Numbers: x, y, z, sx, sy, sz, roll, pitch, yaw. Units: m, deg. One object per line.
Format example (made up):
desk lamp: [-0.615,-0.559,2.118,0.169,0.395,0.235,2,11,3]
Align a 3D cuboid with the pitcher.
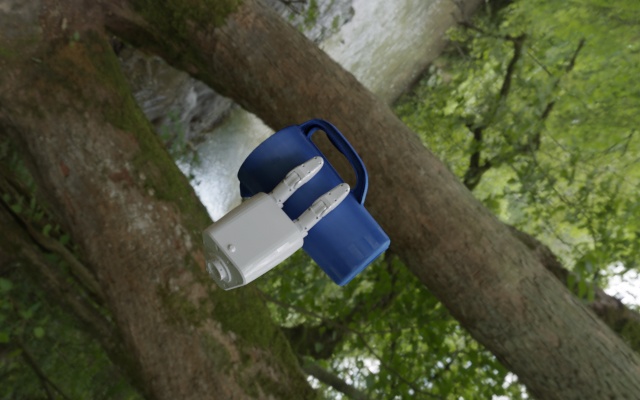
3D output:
pitcher: [0.000,0.003,0.745,0.145,0.243,0.149,-35,-11,-33]
